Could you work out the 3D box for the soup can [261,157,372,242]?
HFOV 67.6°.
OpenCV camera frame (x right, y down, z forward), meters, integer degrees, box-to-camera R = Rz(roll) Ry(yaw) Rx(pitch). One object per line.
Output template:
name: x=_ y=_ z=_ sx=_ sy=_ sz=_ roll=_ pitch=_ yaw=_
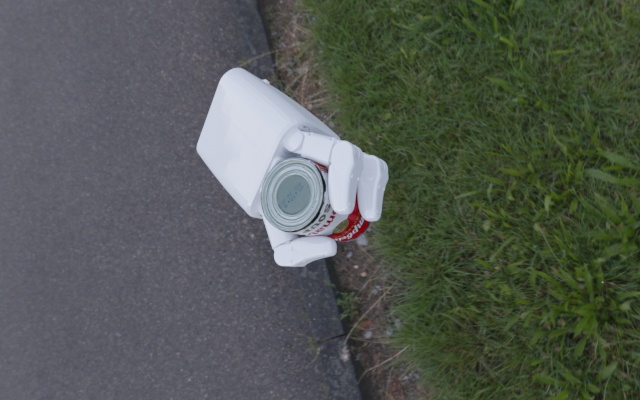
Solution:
soup can: x=0.000 y=0.002 z=0.450 sx=0.068 sy=0.068 sz=0.102 roll=0 pitch=-8 yaw=31
